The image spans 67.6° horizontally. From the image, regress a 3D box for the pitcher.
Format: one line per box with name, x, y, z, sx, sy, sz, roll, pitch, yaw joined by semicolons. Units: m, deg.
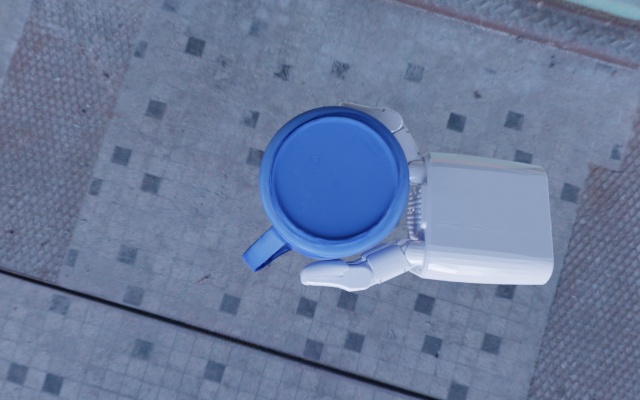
pitcher;0.000;0.001;0.447;0.145;0.149;0.243;6;-4;0
